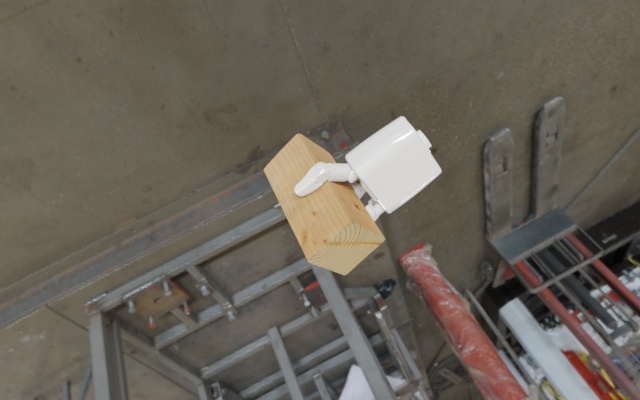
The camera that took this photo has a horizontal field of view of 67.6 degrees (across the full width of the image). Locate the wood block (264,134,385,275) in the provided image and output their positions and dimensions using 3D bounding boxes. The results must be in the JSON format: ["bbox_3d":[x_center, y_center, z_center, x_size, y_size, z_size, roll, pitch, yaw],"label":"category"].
[{"bbox_3d":[0.000,0.002,0.747,0.091,0.090,0.206,28,24,-45],"label":"wood block"}]
